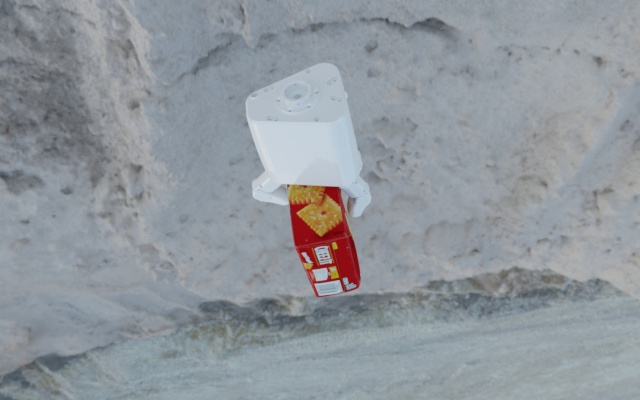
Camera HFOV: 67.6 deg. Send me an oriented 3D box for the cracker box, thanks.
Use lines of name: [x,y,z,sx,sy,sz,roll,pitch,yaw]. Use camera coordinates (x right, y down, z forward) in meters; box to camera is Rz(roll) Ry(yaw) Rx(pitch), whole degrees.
cracker box: [0.000,0.002,0.659,0.072,0.213,0.164,-11,-33,4]
